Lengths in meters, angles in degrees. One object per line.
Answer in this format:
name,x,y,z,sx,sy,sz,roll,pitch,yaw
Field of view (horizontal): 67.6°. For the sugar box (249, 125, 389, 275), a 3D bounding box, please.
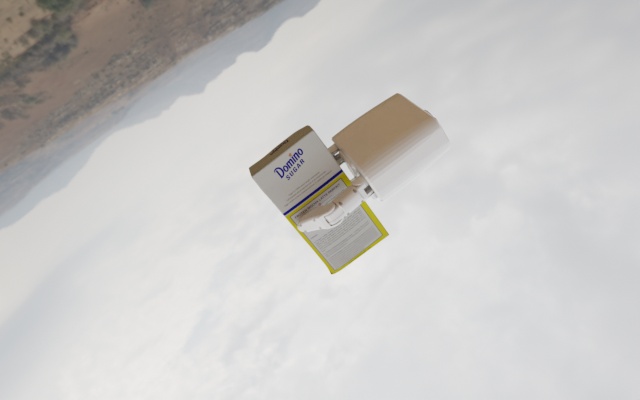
sugar box,0.000,0.002,0.599,0.093,0.176,0.048,-37,22,1
